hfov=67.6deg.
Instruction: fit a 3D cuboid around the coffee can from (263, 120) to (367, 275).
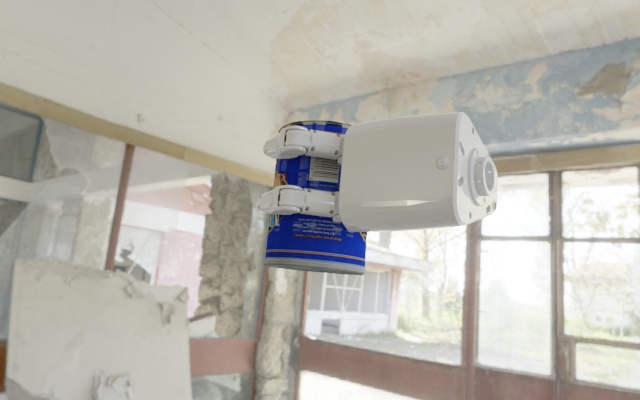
[{"bbox_3d":[0.000,0.002,0.491,0.103,0.140,0.103,5,-11,1],"label":"coffee can"}]
